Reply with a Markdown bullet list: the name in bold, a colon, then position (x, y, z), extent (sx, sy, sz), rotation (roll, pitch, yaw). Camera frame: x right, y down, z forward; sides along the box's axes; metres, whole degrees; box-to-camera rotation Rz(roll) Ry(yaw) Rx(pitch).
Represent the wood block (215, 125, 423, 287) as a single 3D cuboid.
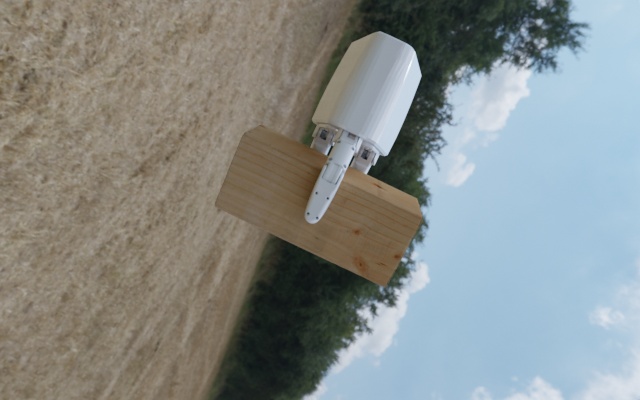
- **wood block**: position (0.000, 0.002, 0.543), extent (0.206, 0.090, 0.090), rotation (25, 16, 0)
